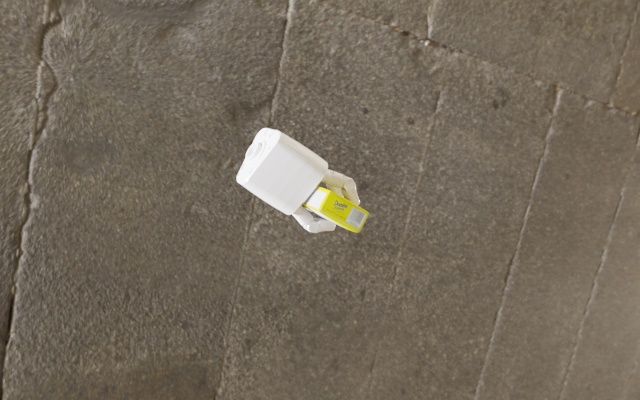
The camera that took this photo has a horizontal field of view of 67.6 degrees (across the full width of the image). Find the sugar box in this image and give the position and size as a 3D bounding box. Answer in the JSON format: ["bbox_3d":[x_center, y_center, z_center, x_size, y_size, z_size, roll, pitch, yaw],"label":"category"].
[{"bbox_3d":[0.000,0.002,0.859,0.093,0.048,0.176,30,-1,-31],"label":"sugar box"}]
